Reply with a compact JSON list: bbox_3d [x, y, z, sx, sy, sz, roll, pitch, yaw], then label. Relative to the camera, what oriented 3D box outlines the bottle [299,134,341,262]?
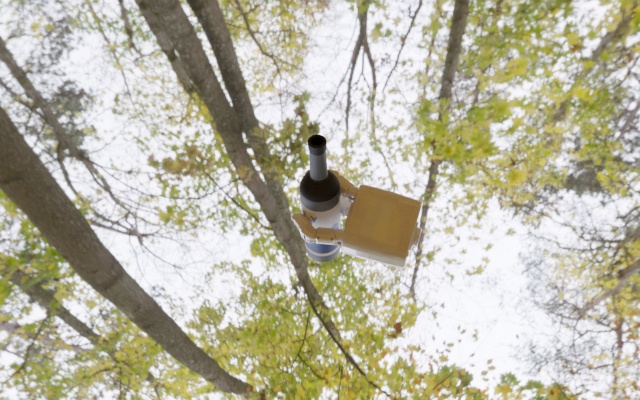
[{"bbox_3d":[0.000,0.003,0.797,0.069,0.069,0.296,0,-36,2],"label":"bottle"}]
